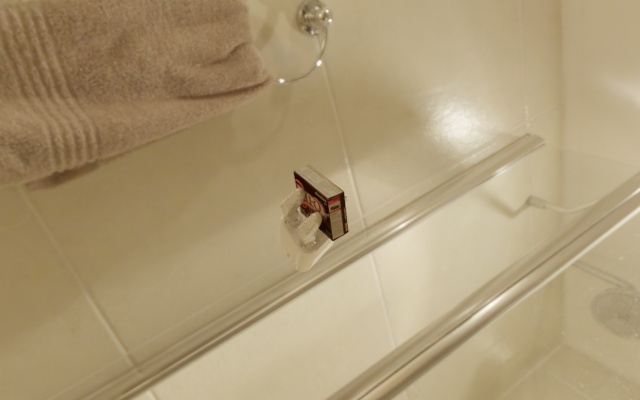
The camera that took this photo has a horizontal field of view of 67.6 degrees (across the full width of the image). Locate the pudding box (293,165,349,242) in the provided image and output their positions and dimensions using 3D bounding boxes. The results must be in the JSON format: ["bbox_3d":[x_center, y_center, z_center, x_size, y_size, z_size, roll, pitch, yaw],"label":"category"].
[{"bbox_3d":[0.000,0.003,0.817,0.039,0.090,0.113,-27,40,-23],"label":"pudding box"}]
